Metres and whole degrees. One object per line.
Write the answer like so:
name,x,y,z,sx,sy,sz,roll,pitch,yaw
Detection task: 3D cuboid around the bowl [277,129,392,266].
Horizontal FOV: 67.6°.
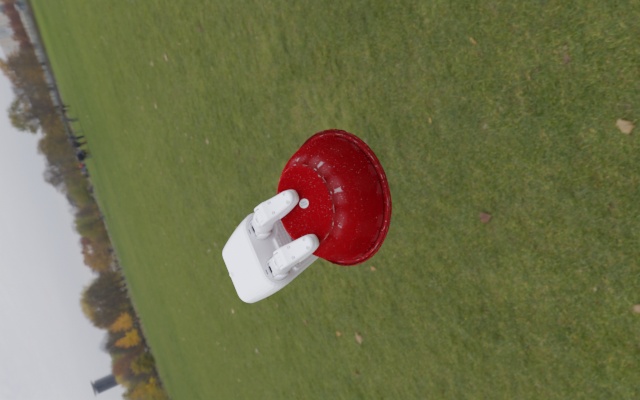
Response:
bowl,0.000,0.001,0.540,0.162,0.162,0.055,0,9,45
